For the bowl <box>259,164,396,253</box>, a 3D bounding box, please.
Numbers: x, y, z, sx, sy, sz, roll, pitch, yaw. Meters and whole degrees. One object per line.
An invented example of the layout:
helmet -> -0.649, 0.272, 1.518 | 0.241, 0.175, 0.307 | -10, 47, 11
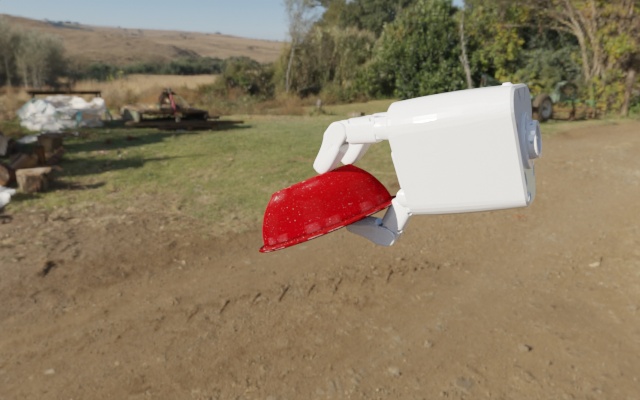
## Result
bowl -> -0.001, 0.002, 0.518 | 0.162, 0.055, 0.162 | -22, 2, 1
